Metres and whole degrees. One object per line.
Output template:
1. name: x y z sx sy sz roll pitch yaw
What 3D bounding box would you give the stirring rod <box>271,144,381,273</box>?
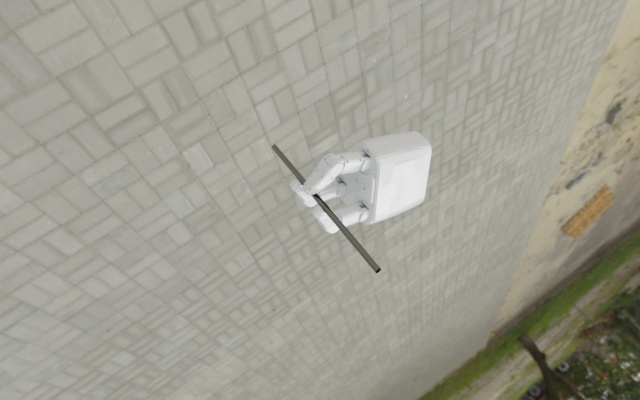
1. stirring rod: 0.000 0.002 0.604 0.011 0.011 0.239 0 40 -45
